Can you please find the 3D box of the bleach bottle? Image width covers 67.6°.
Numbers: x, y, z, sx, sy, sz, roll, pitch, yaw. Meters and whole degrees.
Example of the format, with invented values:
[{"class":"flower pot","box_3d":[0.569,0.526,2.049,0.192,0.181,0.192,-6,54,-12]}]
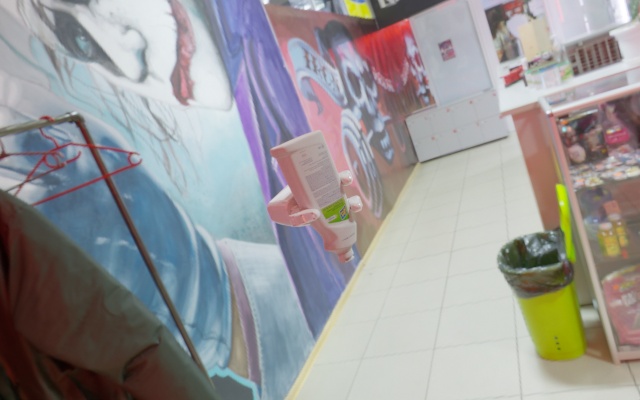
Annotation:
[{"class":"bleach bottle","box_3d":[0.000,0.003,0.890,0.102,0.251,0.068,-27,13,-26]}]
